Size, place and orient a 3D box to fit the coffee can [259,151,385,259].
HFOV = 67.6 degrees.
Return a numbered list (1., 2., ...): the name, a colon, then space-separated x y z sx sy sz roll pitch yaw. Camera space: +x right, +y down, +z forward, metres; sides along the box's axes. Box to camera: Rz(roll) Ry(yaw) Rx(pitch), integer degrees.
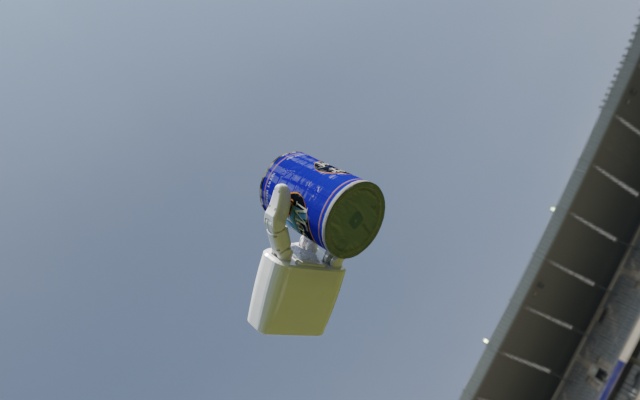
1. coffee can: 0.000 0.002 0.634 0.103 0.103 0.140 0 20 -43
